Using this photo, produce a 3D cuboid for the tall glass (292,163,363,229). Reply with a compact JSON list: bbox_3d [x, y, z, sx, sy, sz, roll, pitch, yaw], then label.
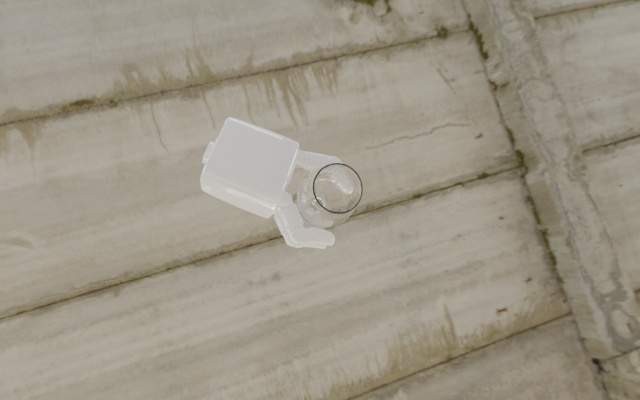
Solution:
[{"bbox_3d":[0.000,0.002,0.661,0.079,0.079,0.201,0,-10,-13],"label":"tall glass"}]
